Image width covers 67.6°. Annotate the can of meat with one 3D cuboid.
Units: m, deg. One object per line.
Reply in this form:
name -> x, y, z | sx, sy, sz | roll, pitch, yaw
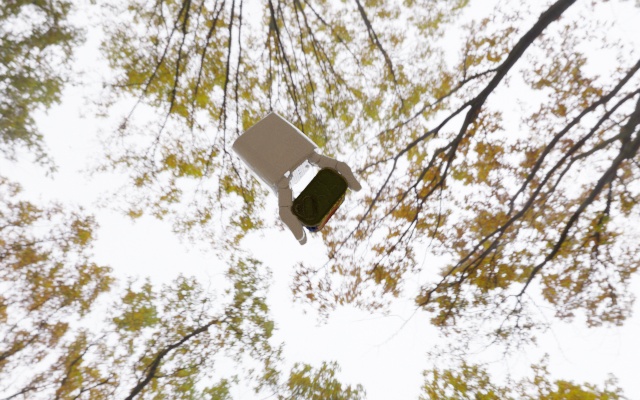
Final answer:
can of meat -> 0.000, 0.003, 0.814 | 0.057, 0.102, 0.084 | 38, -9, 11
